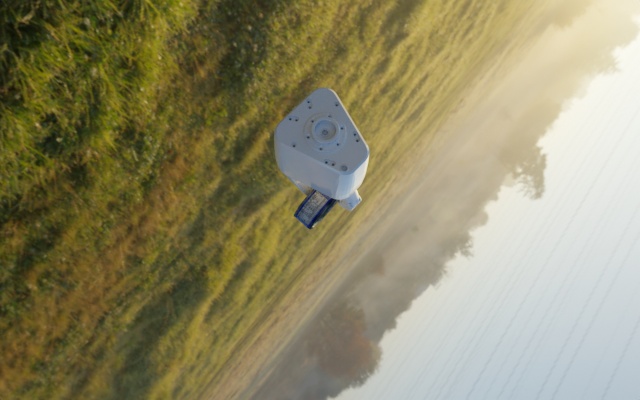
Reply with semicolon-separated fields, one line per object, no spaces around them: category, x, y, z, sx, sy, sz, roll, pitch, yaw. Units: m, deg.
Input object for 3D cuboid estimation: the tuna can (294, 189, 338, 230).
tuna can;0.001;0.003;0.719;0.034;0.086;0.086;41;5;5
